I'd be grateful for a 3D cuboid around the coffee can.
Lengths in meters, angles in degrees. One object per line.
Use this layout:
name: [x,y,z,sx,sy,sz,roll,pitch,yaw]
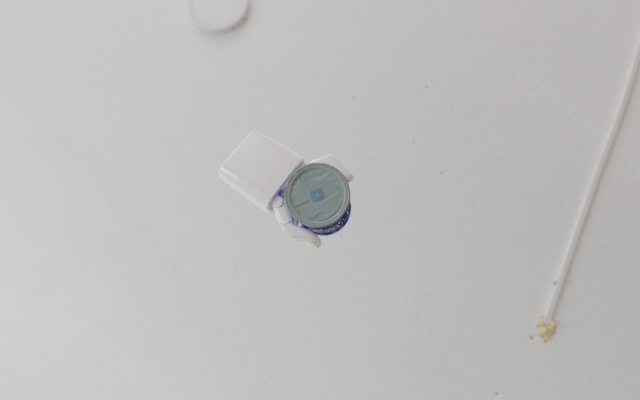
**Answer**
coffee can: [0.000,0.003,0.807,0.103,0.103,0.140,0,-10,4]
